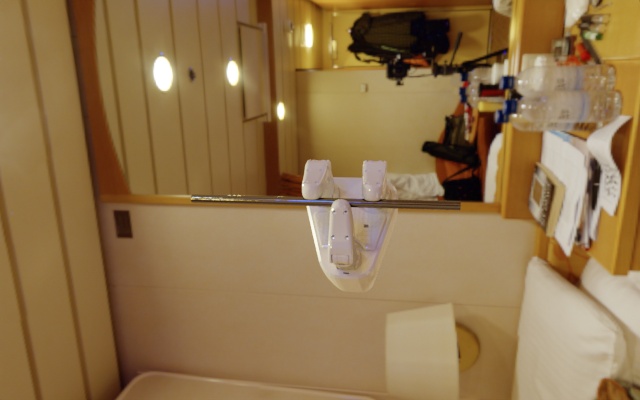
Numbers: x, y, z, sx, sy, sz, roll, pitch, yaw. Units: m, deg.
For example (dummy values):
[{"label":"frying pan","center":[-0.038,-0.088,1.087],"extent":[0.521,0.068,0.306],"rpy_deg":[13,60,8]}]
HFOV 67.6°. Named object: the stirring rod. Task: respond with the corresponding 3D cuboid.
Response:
[{"label":"stirring rod","center":[0.000,0.001,0.425],"extent":[0.239,0.011,0.011],"rpy_deg":[2,0,9]}]
